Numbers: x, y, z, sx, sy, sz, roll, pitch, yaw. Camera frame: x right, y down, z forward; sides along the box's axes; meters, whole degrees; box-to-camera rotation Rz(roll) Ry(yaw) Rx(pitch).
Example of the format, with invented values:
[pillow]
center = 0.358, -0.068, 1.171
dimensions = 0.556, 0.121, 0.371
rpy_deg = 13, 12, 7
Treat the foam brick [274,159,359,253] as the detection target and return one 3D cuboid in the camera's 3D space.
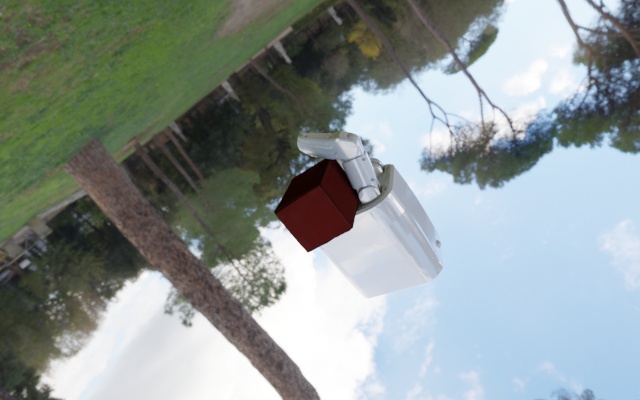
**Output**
[foam brick]
center = 0.000, 0.002, 0.448
dimensions = 0.053, 0.051, 0.078
rpy_deg = -30, 17, 22
